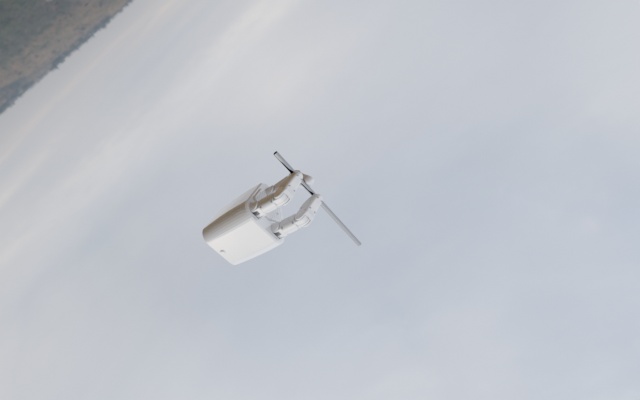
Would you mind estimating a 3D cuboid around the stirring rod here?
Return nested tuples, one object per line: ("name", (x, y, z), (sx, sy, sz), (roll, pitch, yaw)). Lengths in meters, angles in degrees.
("stirring rod", (0.000, 0.003, 0.805), (0.011, 0.011, 0.240), (0, -40, 50))
